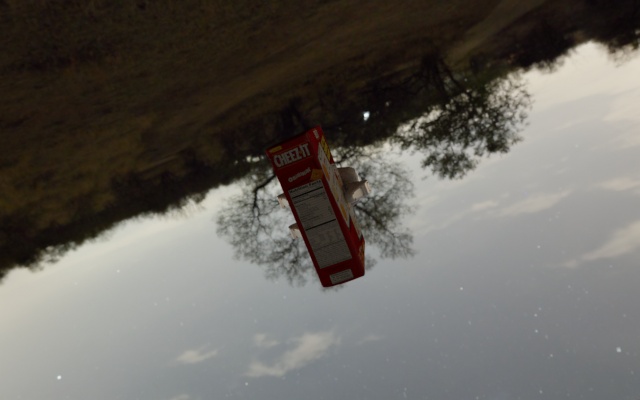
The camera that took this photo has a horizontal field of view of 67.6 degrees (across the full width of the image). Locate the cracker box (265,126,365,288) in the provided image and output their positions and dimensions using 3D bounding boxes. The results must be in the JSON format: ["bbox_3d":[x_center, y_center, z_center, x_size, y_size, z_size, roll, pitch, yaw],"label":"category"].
[{"bbox_3d":[0.000,0.002,0.720,0.072,0.214,0.164,-21,9,10],"label":"cracker box"}]
